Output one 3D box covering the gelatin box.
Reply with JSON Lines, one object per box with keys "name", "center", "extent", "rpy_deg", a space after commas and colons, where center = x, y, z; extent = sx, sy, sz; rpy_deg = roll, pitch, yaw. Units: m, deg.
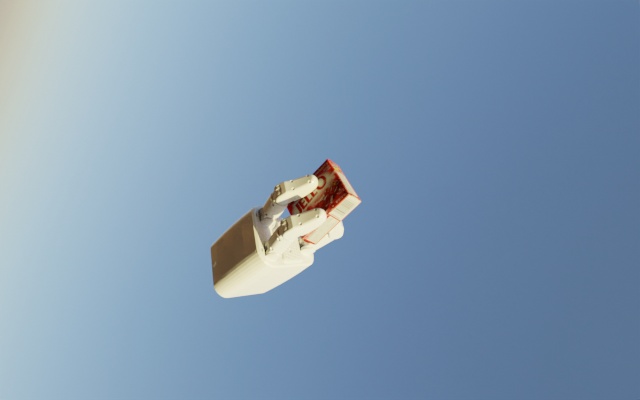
{"name": "gelatin box", "center": [0.001, 0.002, 0.622], "extent": [0.030, 0.089, 0.073], "rpy_deg": [29, 24, -43]}
